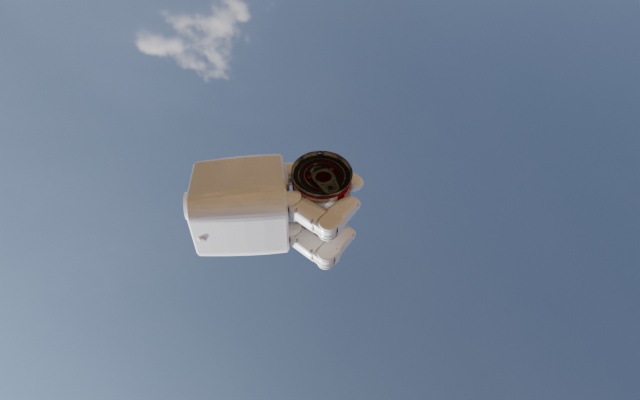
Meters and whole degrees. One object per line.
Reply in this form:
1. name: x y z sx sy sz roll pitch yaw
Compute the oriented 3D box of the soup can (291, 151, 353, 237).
1. soup can: 0.001 0.002 0.560 0.068 0.068 0.102 0 -40 -2
